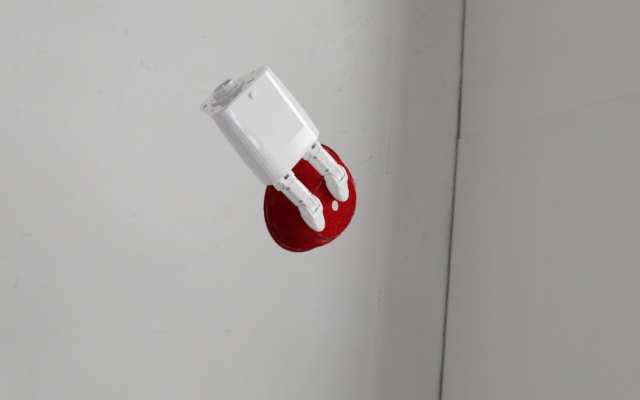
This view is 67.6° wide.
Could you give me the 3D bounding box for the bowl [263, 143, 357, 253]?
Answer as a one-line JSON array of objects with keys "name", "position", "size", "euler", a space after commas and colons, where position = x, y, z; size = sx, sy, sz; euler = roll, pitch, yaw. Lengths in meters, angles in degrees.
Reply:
[{"name": "bowl", "position": [0.001, 0.003, 0.669], "size": [0.162, 0.162, 0.055], "euler": [0, 12, -45]}]
